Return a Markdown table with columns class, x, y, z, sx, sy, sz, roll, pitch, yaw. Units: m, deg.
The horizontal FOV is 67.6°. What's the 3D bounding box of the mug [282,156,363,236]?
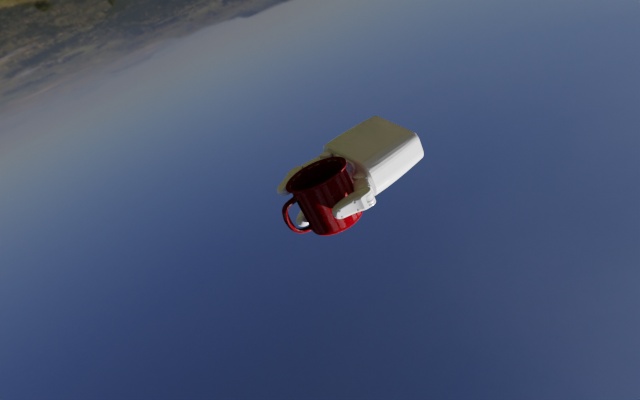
| class | x | y | z | sx | sy | sz | roll | pitch | yaw |
| --- | --- | --- | --- | --- | --- | --- | --- | --- | --- |
| mug | -0.001 | 0.003 | 0.674 | 0.117 | 0.081 | 0.093 | -35 | 25 | -19 |
